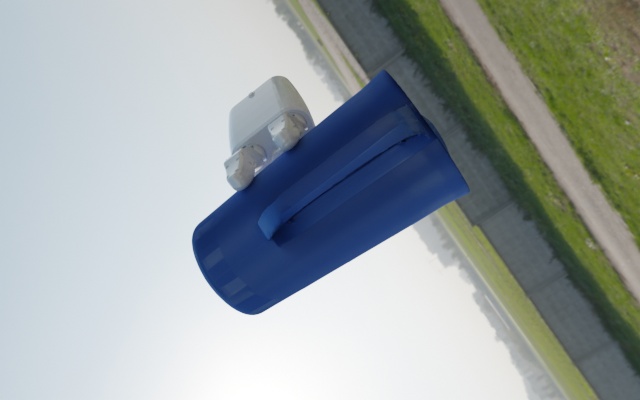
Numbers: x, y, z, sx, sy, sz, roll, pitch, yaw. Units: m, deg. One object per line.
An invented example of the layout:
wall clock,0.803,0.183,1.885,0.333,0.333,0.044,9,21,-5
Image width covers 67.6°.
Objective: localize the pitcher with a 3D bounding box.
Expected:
pitcher,0.000,0.001,0.439,0.243,0.149,0.145,-35,37,11
